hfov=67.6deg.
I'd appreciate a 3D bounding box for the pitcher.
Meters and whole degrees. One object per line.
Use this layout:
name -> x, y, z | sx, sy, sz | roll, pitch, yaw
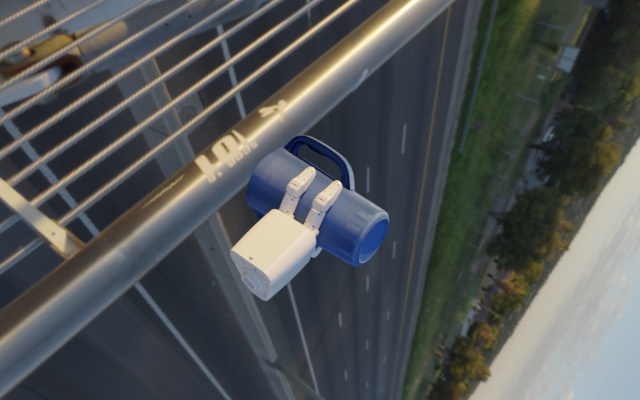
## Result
pitcher -> 0.000, 0.003, 0.850 | 0.242, 0.149, 0.145 | 31, 56, 26
